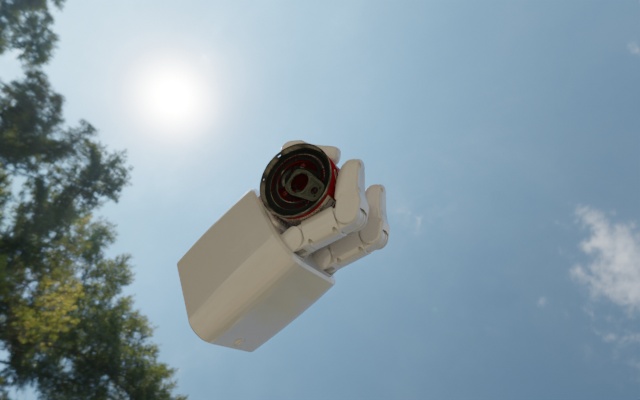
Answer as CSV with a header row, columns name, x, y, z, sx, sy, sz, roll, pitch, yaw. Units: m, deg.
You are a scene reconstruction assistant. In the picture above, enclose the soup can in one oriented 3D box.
name,x,y,z,sx,sy,sz,roll,pitch,yaw
soup can,0.001,0.001,0.438,0.068,0.068,0.102,0,-22,28
